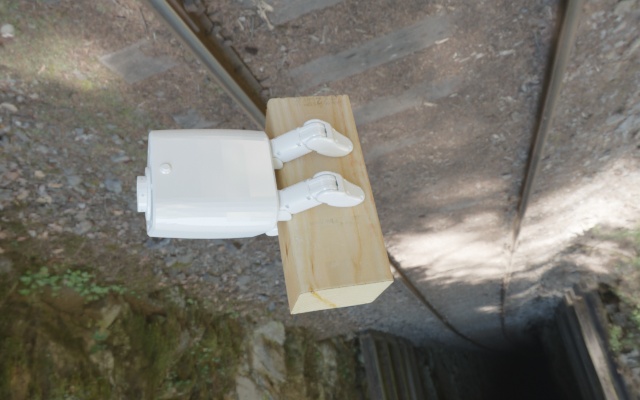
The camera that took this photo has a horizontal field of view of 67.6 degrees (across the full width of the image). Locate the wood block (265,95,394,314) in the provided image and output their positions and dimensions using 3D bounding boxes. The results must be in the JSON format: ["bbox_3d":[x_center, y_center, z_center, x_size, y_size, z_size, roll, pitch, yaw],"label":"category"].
[{"bbox_3d":[0.000,0.002,0.500,0.090,0.206,0.091,-6,-24,-12],"label":"wood block"}]
